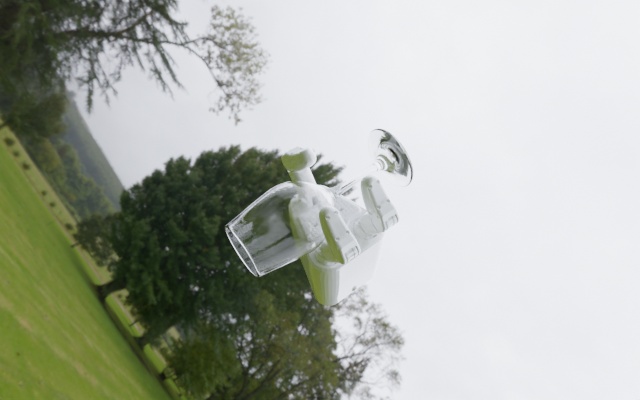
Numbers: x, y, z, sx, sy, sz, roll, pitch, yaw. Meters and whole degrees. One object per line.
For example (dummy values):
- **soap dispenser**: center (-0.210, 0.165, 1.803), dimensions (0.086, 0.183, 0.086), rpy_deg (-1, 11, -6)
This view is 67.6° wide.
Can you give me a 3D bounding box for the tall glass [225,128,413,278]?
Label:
- **tall glass**: center (0.001, 0.001, 0.510), dimensions (0.201, 0.079, 0.079), rpy_deg (-32, 12, -20)
